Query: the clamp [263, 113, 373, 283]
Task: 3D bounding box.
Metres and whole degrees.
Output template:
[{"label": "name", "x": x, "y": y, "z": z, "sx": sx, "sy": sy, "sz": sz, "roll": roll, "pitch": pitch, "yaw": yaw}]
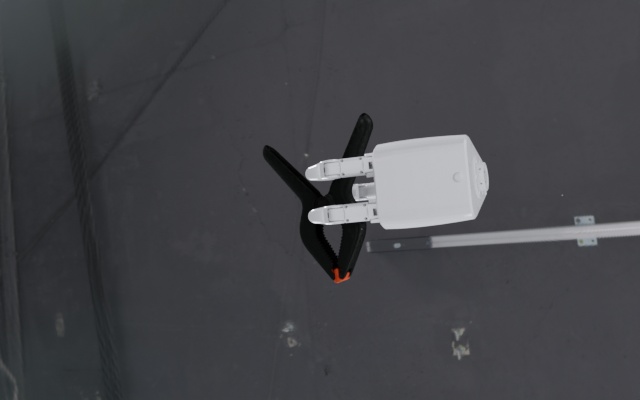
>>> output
[{"label": "clamp", "x": 0.001, "y": 0.003, "z": 0.631, "sx": 0.164, "sy": 0.210, "sz": 0.036, "roll": -6, "pitch": -2, "yaw": 29}]
